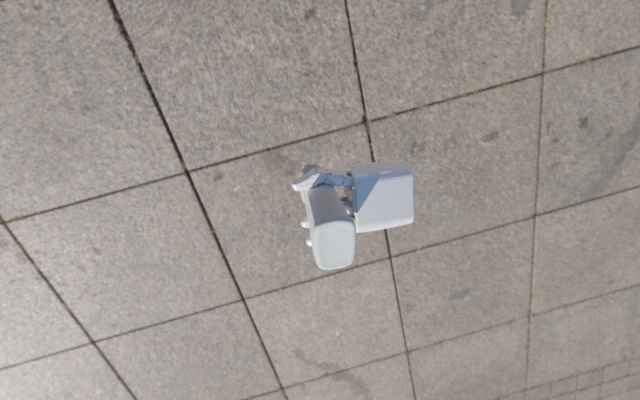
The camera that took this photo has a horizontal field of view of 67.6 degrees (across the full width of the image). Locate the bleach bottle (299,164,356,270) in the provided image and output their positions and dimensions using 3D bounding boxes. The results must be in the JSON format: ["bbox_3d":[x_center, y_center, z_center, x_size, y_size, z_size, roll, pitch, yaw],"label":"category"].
[{"bbox_3d":[0.000,0.003,0.832,0.068,0.103,0.250,-8,35,-8],"label":"bleach bottle"}]
